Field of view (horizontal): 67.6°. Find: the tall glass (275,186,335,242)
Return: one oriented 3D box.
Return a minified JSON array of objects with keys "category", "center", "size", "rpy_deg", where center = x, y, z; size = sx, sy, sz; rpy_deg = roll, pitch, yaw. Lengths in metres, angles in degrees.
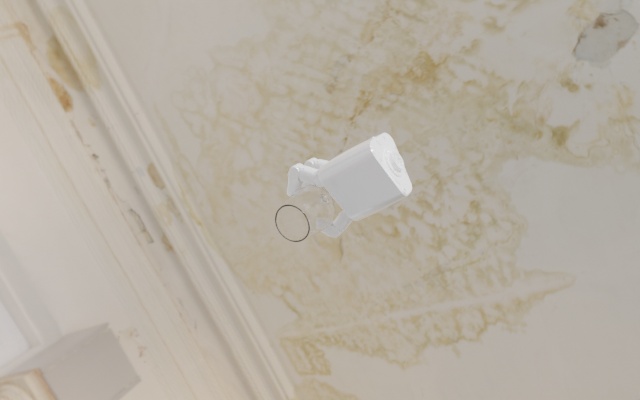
[{"category":"tall glass","center":[0.000,0.003,0.816],"size":[0.079,0.079,0.201],"rpy_deg":[0,20,28]}]
